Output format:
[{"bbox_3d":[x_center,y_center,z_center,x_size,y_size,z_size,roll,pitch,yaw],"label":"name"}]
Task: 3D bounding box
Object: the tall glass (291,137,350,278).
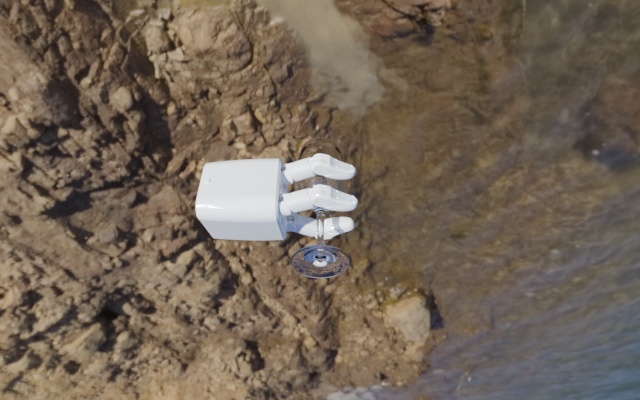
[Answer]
[{"bbox_3d":[0.000,0.003,0.662,0.079,0.200,0.079,0,-40,0],"label":"tall glass"}]
